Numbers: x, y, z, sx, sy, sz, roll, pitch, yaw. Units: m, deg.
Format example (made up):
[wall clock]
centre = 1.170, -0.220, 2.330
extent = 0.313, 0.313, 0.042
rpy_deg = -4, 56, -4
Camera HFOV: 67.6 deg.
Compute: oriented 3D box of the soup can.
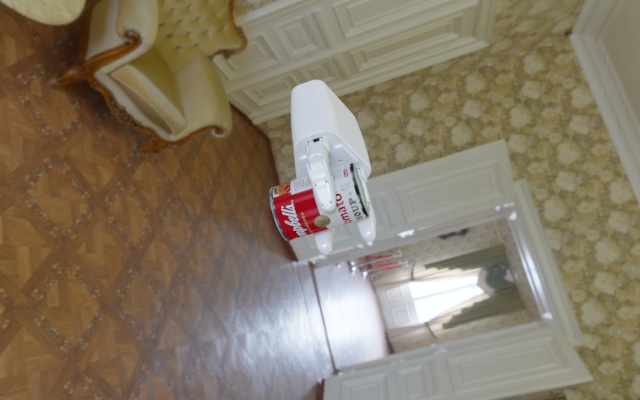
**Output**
[soup can]
centre = 0.000, 0.002, 0.563
extent = 0.102, 0.068, 0.068
rpy_deg = -17, -3, 10
